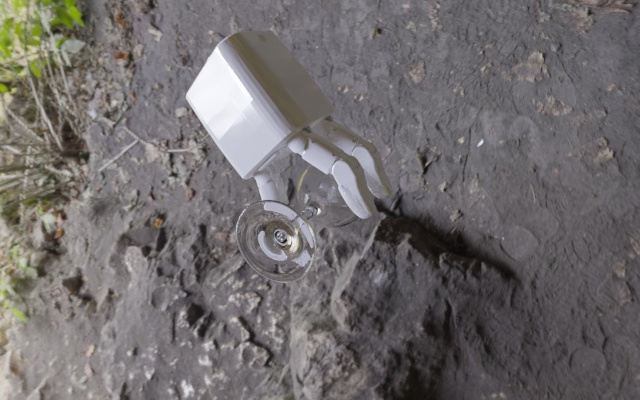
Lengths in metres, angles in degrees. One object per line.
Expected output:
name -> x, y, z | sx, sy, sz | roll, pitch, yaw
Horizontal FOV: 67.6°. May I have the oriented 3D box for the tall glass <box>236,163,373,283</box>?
tall glass -> 0.000, 0.002, 0.478 | 0.079, 0.079, 0.201 | 0, 19, 24
